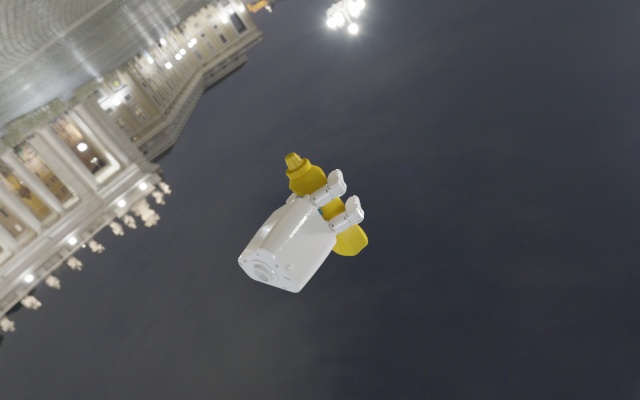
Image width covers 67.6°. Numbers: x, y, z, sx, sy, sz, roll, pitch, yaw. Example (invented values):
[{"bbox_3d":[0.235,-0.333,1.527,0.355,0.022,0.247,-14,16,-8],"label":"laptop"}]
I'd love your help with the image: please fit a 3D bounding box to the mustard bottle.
[{"bbox_3d":[0.000,0.003,0.783,0.058,0.192,0.096,-40,25,-12],"label":"mustard bottle"}]
